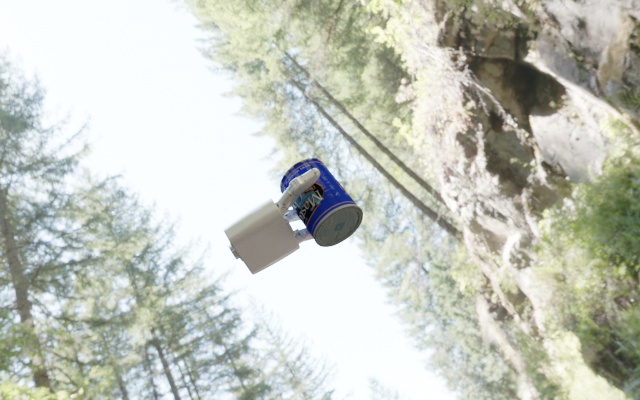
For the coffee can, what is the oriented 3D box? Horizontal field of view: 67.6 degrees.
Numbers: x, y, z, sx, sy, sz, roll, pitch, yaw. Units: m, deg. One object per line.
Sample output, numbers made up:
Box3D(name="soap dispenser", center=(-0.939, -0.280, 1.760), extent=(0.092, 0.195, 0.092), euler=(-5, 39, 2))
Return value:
Box3D(name="coffee can", center=(0.000, 0.003, 0.898), extent=(0.103, 0.103, 0.140), euler=(0, 41, -41))
